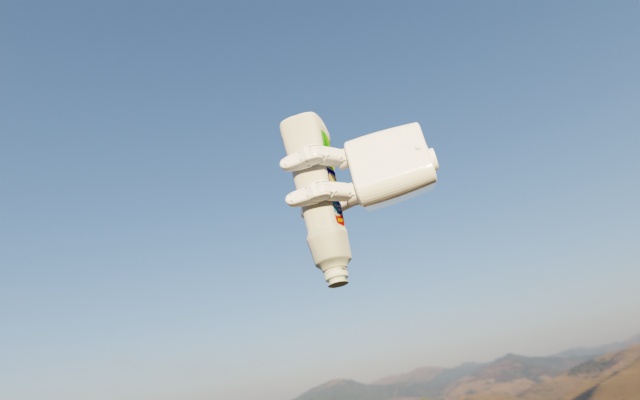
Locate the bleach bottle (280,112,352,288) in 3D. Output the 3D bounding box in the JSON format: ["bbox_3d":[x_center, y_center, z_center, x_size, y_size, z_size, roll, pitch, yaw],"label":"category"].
[{"bbox_3d":[0.000,0.002,0.682,0.068,0.250,0.103,-17,-25,8],"label":"bleach bottle"}]
